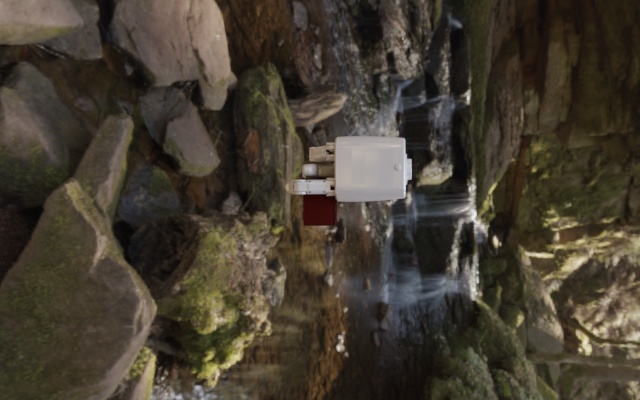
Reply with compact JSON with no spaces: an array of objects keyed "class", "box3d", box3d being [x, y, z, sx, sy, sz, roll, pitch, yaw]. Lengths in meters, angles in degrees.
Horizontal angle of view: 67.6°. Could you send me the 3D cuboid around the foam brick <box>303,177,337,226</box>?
[{"class":"foam brick","box3d":[0.000,0.003,0.773,0.051,0.078,0.053,0,1,5]}]
